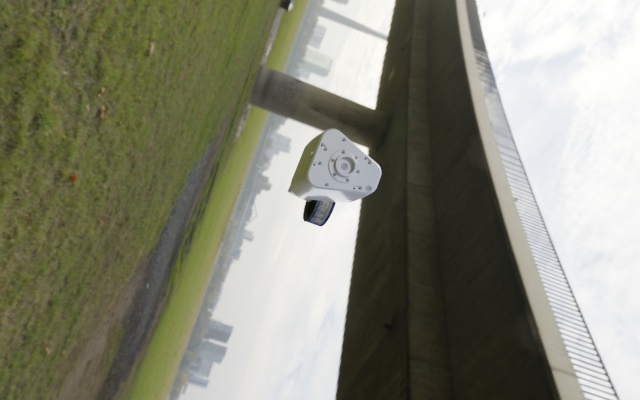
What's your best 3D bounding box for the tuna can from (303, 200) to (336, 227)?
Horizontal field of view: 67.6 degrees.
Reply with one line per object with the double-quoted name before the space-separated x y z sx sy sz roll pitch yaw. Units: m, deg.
"tuna can" 0.001 0.003 0.859 0.034 0.086 0.086 21 -5 -14
